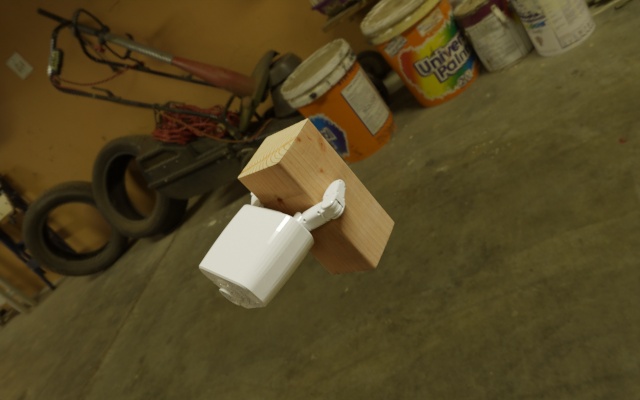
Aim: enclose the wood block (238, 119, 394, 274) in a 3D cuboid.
[{"bbox_3d":[0.000,0.002,0.664,0.091,0.090,0.206,-15,-54,45],"label":"wood block"}]
